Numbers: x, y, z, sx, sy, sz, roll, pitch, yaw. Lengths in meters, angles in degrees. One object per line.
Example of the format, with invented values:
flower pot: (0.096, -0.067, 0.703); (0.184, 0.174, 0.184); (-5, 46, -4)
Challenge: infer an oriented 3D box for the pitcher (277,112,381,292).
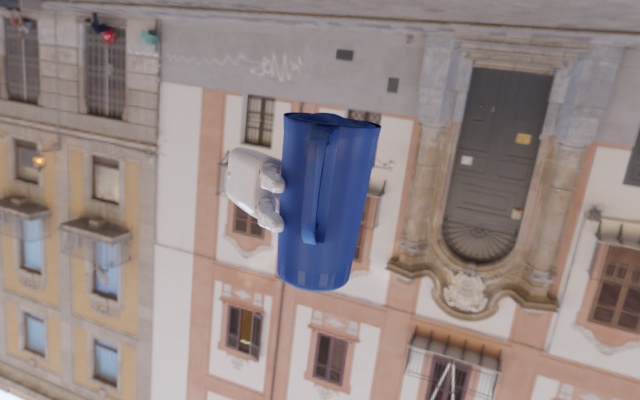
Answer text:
pitcher: (0.000, 0.002, 0.666); (0.149, 0.243, 0.145); (-4, 19, -37)
